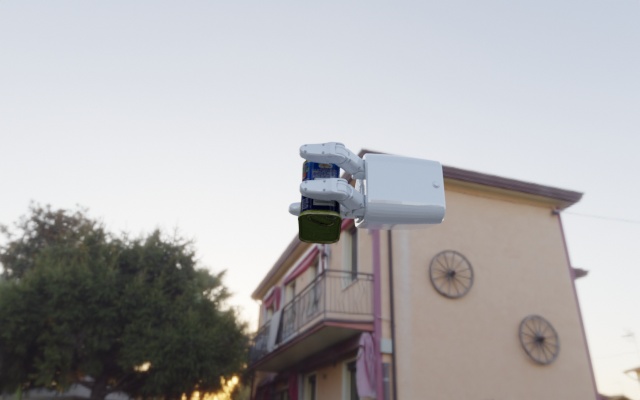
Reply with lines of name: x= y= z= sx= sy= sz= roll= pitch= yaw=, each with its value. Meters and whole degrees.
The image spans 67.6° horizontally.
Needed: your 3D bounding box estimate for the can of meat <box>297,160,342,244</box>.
can of meat: x=0.000 y=0.002 z=0.652 sx=0.057 sy=0.084 sz=0.102 roll=2 pitch=-26 yaw=0
